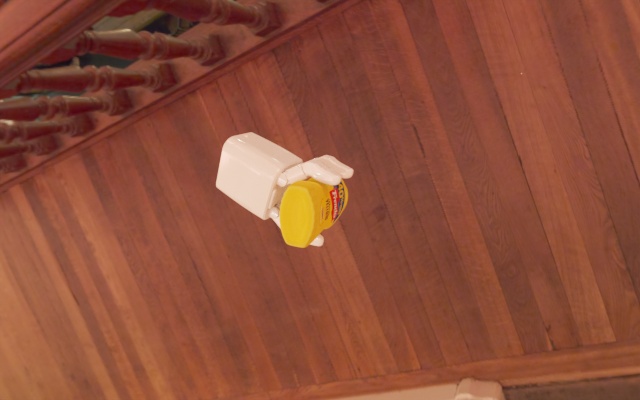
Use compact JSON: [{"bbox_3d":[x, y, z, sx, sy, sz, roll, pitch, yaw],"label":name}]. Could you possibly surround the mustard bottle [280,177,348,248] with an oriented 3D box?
[{"bbox_3d":[0.000,0.003,0.775,0.058,0.096,0.191,8,17,21],"label":"mustard bottle"}]
